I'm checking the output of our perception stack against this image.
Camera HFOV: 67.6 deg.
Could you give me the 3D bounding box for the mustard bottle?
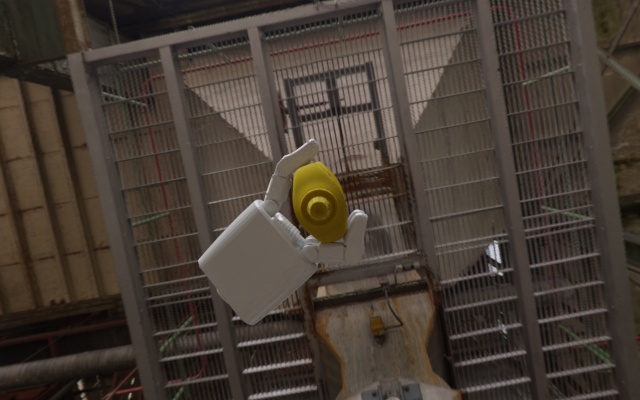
[{"bbox_3d":[0.000,0.002,0.581,0.058,0.096,0.191,-19,4,4],"label":"mustard bottle"}]
